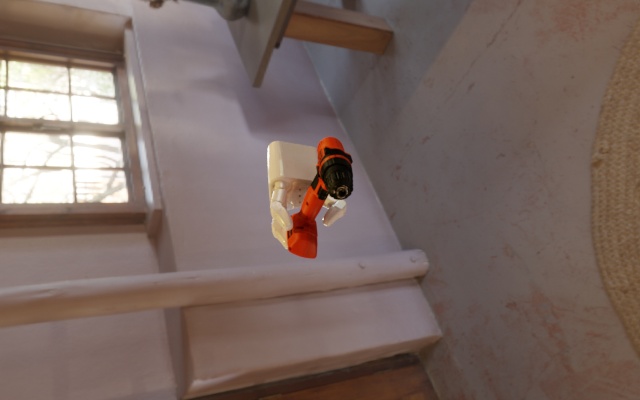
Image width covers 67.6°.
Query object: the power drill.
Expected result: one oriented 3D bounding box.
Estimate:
[{"bbox_3d":[0.000,0.003,0.801,0.057,0.188,0.184,19,25,-13],"label":"power drill"}]
